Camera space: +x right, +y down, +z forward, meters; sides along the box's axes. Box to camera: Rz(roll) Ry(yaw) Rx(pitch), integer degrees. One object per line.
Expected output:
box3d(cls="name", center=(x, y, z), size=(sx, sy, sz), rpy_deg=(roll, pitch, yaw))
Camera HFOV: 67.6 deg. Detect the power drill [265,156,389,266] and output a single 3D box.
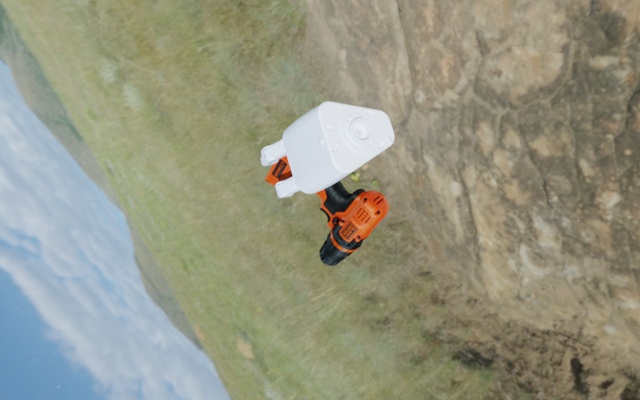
box3d(cls="power drill", center=(0.000, 0.002, 0.757), size=(0.057, 0.187, 0.184), rpy_deg=(-39, -10, -44))
